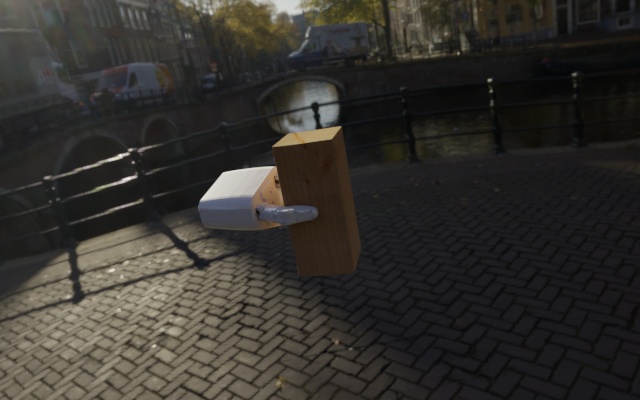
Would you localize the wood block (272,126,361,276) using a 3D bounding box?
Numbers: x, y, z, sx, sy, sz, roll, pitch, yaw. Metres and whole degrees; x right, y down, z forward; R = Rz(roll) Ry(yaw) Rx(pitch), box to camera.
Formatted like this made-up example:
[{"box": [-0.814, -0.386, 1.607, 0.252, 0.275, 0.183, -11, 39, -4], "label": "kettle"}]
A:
[{"box": [0.000, 0.002, 0.730, 0.090, 0.206, 0.090, -6, 19, 15], "label": "wood block"}]
